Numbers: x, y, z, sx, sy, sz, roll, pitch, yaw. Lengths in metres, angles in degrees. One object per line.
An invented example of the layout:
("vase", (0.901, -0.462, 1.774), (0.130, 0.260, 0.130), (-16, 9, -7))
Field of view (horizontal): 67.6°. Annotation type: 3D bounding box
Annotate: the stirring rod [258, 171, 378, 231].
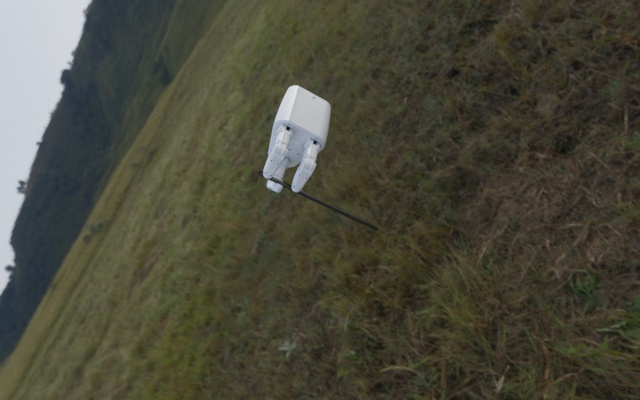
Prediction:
("stirring rod", (0.000, 0.003, 0.841), (0.239, 0.011, 0.011), (26, -8, -17))
